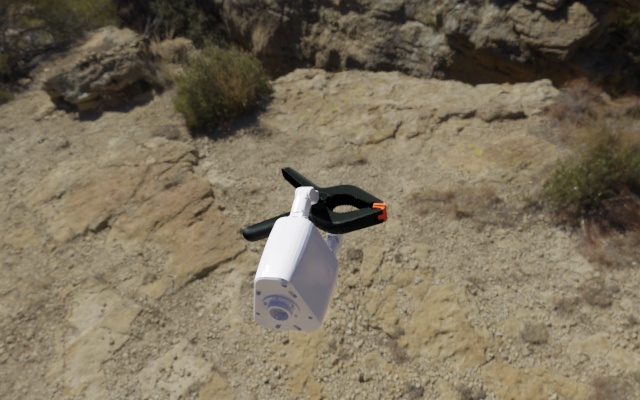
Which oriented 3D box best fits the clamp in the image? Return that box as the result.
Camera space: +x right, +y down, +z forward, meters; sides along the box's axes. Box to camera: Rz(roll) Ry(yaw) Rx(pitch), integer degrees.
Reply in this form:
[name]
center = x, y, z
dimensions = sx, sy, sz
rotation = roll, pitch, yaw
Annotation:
[clamp]
center = 0.000, 0.002, 0.737
dimensions = 0.210, 0.036, 0.164
rotation = 0, 43, 17
